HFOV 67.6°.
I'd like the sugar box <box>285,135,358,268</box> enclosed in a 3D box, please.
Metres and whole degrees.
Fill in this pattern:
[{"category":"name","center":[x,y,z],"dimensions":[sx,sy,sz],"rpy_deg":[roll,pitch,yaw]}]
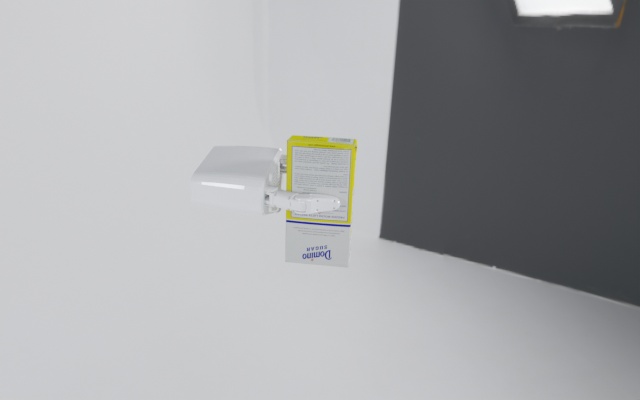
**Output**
[{"category":"sugar box","center":[0.000,0.002,0.662],"dimensions":[0.093,0.176,0.048],"rpy_deg":[5,21,6]}]
